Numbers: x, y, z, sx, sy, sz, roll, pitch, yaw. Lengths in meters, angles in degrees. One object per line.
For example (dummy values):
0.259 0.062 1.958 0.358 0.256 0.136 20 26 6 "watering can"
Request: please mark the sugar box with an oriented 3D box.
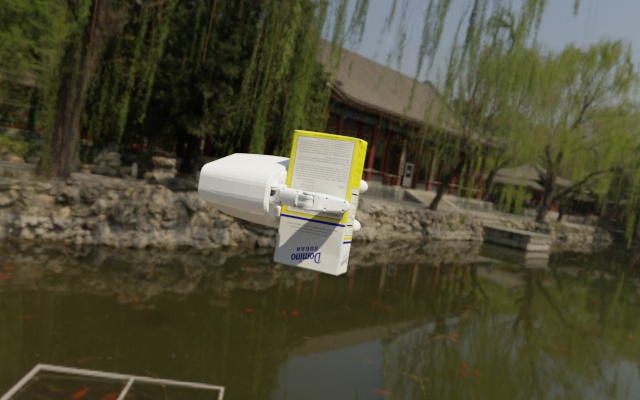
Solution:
0.000 0.002 0.627 0.093 0.176 0.048 10 3 20 "sugar box"
